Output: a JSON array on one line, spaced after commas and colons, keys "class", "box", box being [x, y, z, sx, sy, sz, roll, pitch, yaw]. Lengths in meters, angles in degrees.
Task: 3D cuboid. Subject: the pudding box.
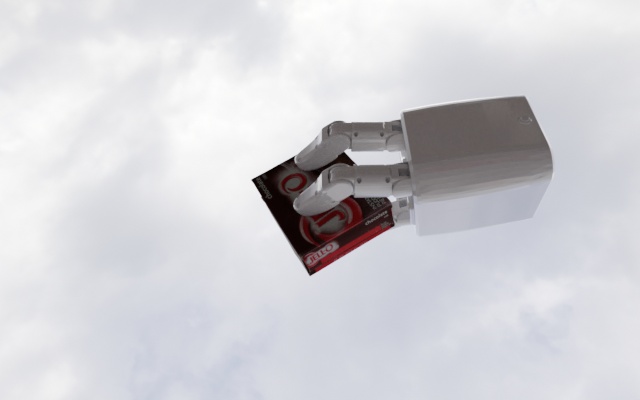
[{"class": "pudding box", "box": [0.000, 0.002, 0.437, 0.090, 0.039, 0.113, -29, 46, -10]}]
